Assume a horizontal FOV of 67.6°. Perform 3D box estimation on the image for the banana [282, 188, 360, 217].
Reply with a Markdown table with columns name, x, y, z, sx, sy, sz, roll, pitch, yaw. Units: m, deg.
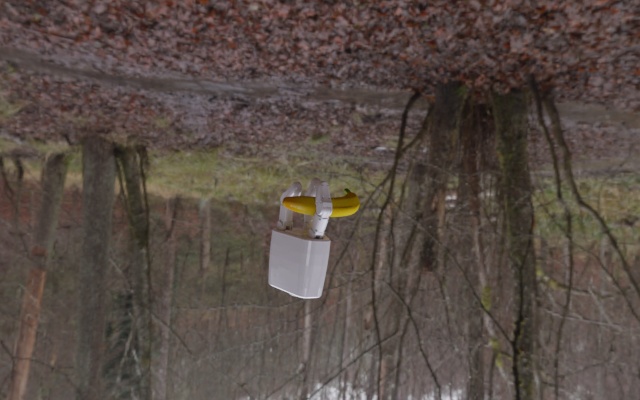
| name | x | y | z | sx | sy | sz | roll | pitch | yaw |
| --- | --- | --- | --- | --- | --- | --- | --- | --- | --- |
| banana | 0.017 | 0.007 | 0.876 | 0.069 | 0.037 | 0.198 | 18 | 15 | 35 |
